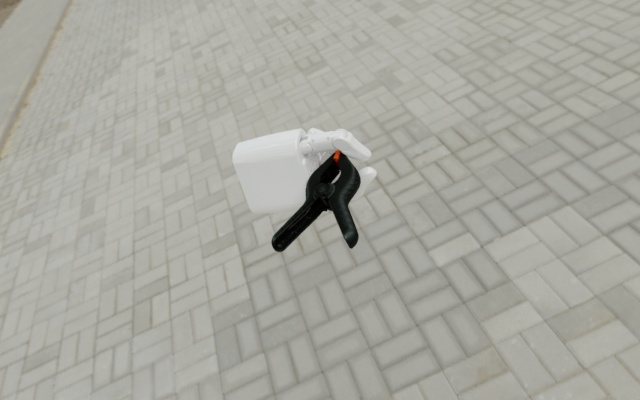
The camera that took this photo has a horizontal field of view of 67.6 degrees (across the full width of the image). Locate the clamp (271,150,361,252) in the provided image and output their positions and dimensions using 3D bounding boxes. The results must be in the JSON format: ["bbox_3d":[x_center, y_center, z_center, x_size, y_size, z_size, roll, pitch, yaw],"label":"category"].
[{"bbox_3d":[0.000,0.002,0.636,0.120,0.039,0.171,-8,42,19],"label":"clamp"}]
